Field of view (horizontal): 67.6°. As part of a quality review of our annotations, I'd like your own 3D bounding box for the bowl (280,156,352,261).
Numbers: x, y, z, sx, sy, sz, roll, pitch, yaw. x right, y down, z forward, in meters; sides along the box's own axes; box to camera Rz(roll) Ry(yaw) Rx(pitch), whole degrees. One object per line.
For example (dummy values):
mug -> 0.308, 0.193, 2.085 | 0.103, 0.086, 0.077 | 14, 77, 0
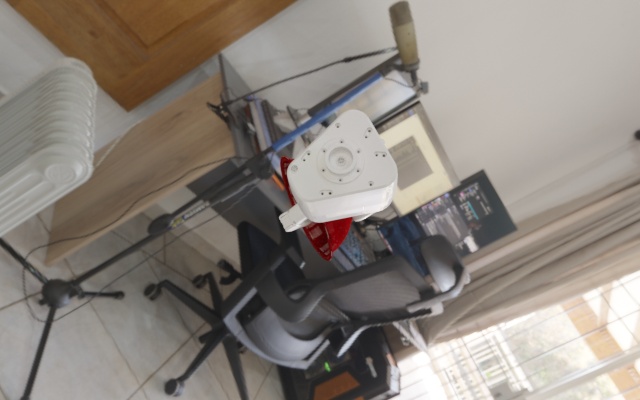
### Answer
bowl -> 0.000, 0.002, 0.685 | 0.055, 0.162, 0.162 | -24, 6, -14
